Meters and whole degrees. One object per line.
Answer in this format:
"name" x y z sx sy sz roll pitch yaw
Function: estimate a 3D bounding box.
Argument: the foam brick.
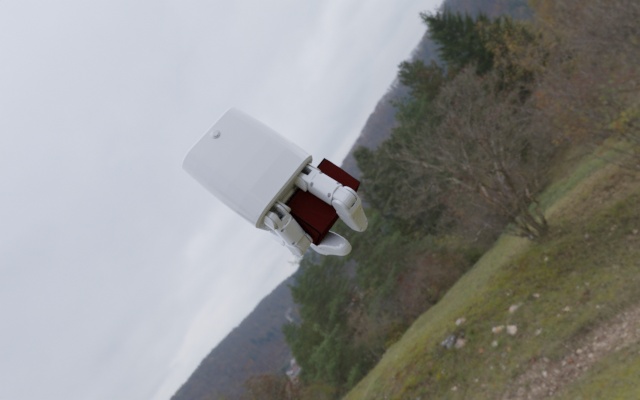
"foam brick" 0.000 0.002 0.538 0.051 0.078 0.053 35 -20 7
